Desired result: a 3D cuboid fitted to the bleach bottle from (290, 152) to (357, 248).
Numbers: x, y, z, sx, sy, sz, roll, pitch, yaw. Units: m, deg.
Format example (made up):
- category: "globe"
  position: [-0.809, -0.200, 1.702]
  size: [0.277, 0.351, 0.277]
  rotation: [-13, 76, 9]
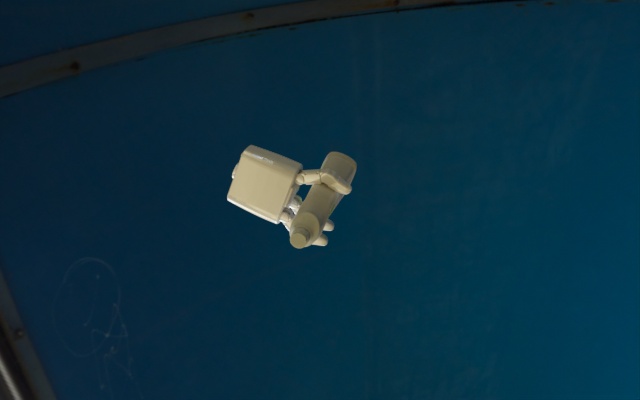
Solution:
- category: "bleach bottle"
  position: [0.000, 0.003, 0.870]
  size: [0.068, 0.103, 0.250]
  rotation: [24, 31, 4]
